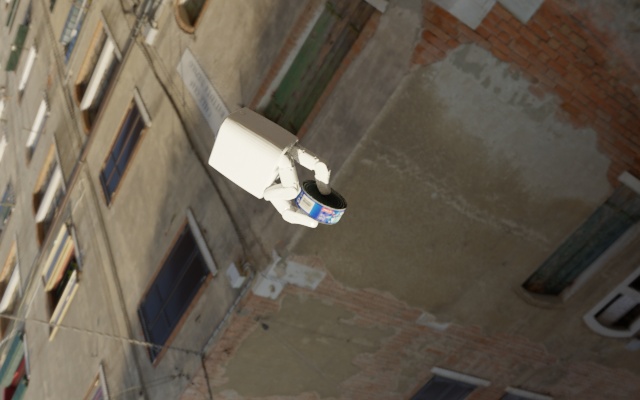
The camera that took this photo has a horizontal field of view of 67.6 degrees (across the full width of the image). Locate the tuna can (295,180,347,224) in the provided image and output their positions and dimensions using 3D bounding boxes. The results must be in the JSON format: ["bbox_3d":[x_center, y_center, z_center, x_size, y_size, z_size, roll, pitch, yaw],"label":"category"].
[{"bbox_3d":[0.000,0.003,0.809,0.086,0.034,0.086,25,23,-11],"label":"tuna can"}]
